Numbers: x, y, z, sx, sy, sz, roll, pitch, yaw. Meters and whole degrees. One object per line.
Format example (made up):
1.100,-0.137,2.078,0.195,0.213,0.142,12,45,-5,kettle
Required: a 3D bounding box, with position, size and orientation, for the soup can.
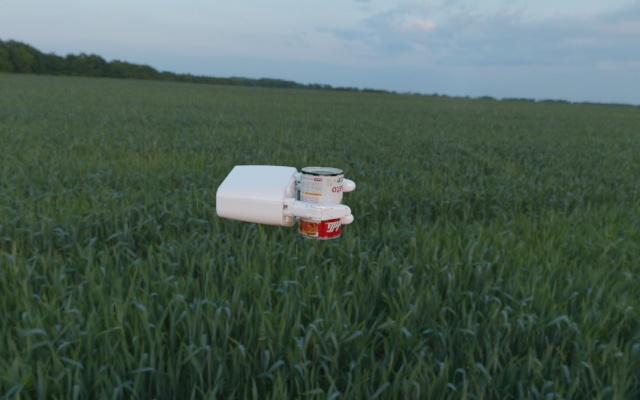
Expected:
0.001,0.002,0.748,0.068,0.102,0.068,3,13,-1,soup can
